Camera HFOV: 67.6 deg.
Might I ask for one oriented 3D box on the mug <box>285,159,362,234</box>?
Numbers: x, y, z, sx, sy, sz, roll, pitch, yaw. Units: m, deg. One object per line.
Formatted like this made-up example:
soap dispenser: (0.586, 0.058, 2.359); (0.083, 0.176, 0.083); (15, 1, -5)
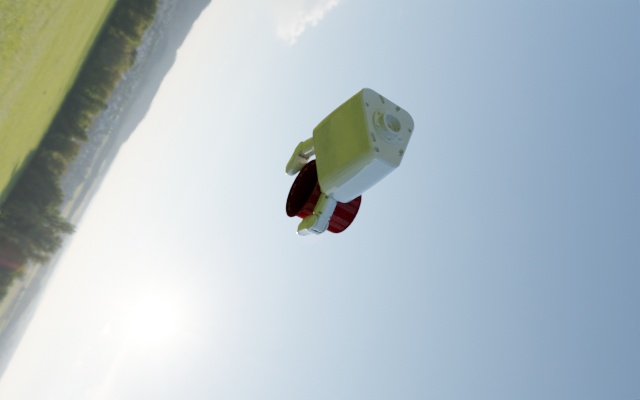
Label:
mug: (-0.001, 0.003, 0.712); (0.081, 0.093, 0.117); (26, -35, -23)
